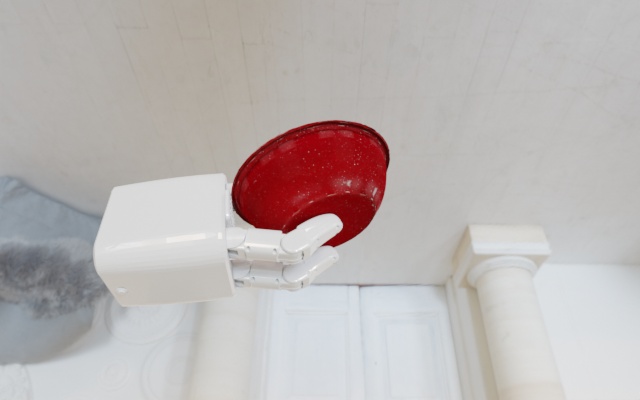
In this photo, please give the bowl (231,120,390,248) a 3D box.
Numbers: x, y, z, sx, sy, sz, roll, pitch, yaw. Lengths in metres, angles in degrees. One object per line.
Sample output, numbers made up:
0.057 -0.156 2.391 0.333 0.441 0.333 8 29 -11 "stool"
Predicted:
0.001 0.001 0.453 0.162 0.055 0.162 -15 -35 -10 "bowl"
